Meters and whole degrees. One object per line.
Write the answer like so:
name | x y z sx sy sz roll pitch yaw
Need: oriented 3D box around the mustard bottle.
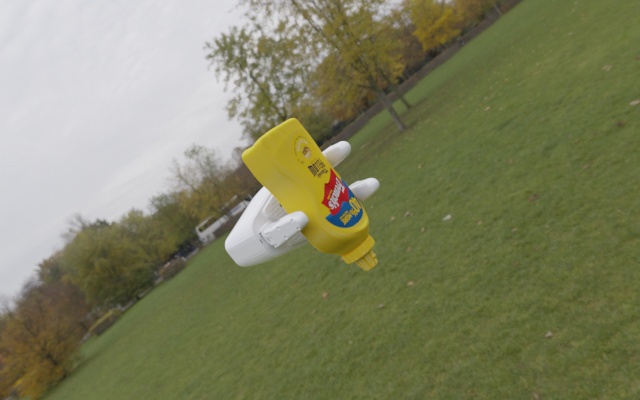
mustard bottle | 0.000 0.001 0.540 0.058 0.191 0.096 -34 7 32
